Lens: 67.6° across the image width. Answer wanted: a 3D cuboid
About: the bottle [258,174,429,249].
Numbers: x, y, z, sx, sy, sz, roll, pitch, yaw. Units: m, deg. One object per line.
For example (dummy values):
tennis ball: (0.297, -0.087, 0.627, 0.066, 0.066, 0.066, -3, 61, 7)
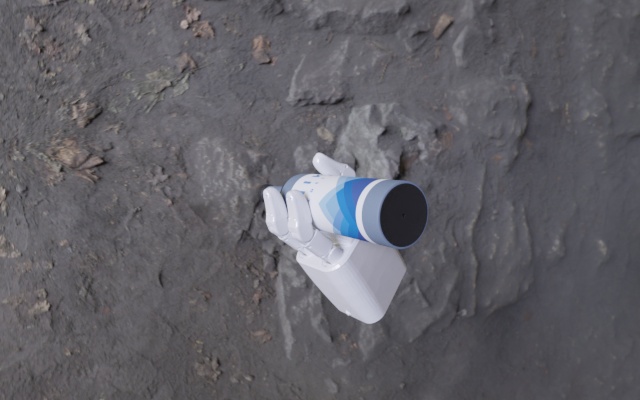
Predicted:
bottle: (0.000, 0.002, 0.580, 0.069, 0.069, 0.295, 0, 5, -33)
